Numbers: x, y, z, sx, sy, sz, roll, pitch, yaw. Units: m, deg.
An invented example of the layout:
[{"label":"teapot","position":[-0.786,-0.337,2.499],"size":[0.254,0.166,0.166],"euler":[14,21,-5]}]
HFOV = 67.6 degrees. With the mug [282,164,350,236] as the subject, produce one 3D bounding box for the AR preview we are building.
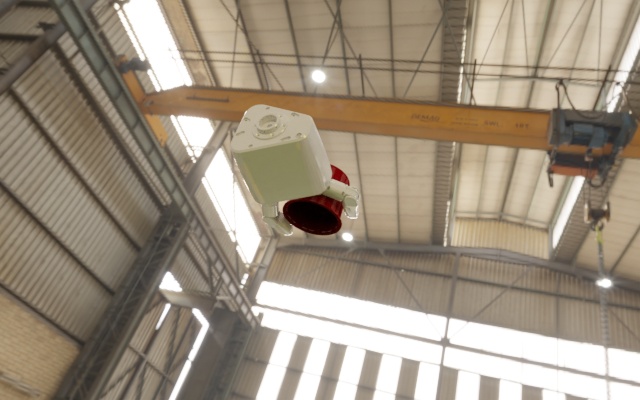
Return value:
[{"label":"mug","position":[0.001,0.003,0.747],"size":[0.093,0.081,0.117],"euler":[6,-35,19]}]
